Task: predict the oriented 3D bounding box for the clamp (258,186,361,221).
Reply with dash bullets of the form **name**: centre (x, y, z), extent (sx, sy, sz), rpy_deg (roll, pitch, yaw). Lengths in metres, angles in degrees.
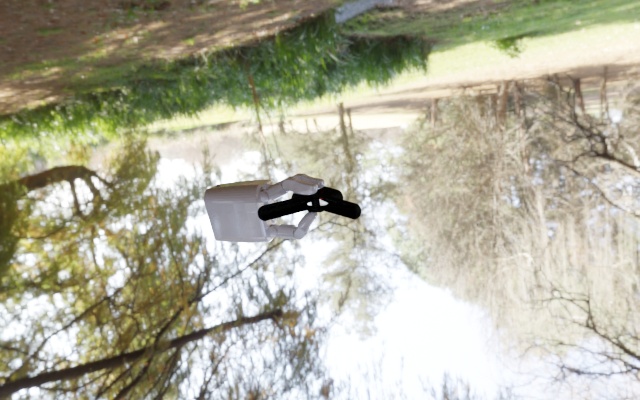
- **clamp**: centre (0.000, 0.003, 0.836), extent (0.164, 0.036, 0.210), rpy_deg (1, 11, 13)
